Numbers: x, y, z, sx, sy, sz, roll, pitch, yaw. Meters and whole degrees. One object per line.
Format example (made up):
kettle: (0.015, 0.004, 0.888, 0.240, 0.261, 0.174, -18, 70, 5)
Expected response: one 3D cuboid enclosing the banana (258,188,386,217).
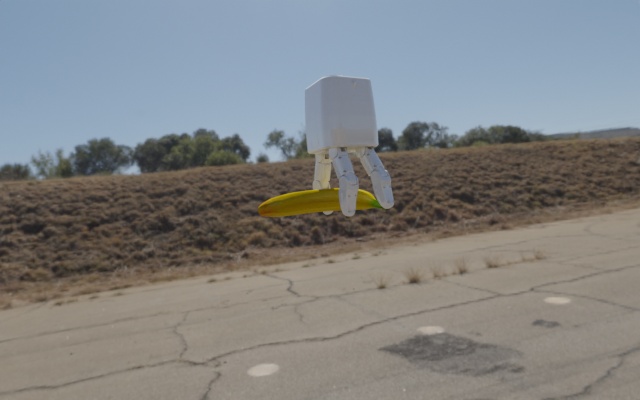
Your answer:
banana: (0.000, 0.001, 0.739, 0.198, 0.037, 0.069, -4, 3, -12)
